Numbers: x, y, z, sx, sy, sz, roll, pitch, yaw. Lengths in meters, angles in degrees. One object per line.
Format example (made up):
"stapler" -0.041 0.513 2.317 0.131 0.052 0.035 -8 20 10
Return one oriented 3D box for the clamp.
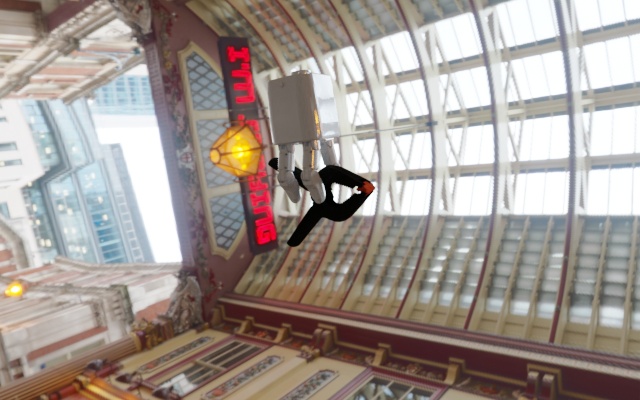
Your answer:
"clamp" 0.001 0.002 0.809 0.210 0.164 0.036 -1 12 40
